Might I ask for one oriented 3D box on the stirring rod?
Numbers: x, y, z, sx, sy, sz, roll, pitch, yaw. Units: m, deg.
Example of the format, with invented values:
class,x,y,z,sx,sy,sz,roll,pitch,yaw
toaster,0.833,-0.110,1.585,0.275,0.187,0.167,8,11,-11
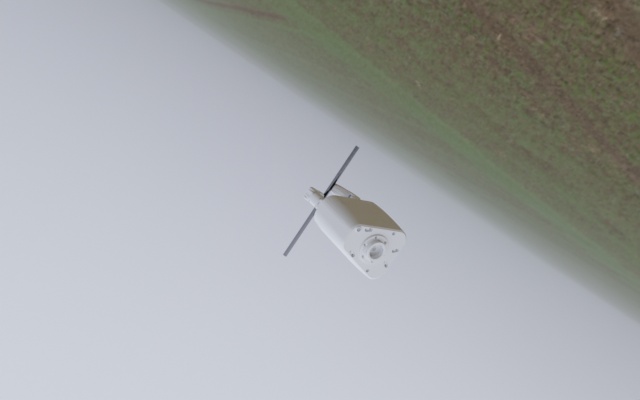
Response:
class,x,y,z,sx,sy,sz,roll,pitch,yaw
stirring rod,0.000,0.003,0.866,0.011,0.239,0.011,33,8,-5
